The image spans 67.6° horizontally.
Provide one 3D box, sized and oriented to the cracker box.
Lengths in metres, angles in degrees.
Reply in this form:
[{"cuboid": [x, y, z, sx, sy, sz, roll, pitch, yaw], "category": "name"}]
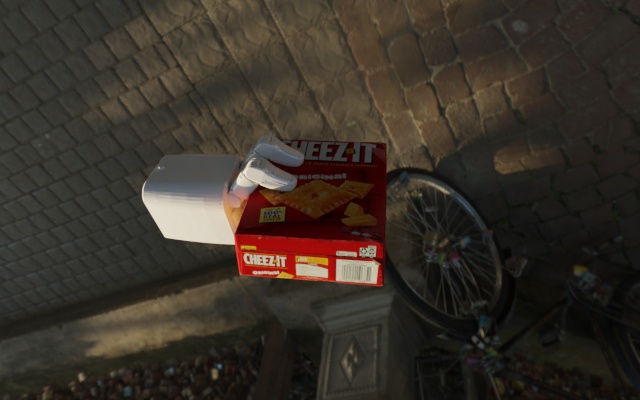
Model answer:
[{"cuboid": [0.000, 0.002, 0.595, 0.164, 0.072, 0.213, 4, 37, 6], "category": "cracker box"}]
